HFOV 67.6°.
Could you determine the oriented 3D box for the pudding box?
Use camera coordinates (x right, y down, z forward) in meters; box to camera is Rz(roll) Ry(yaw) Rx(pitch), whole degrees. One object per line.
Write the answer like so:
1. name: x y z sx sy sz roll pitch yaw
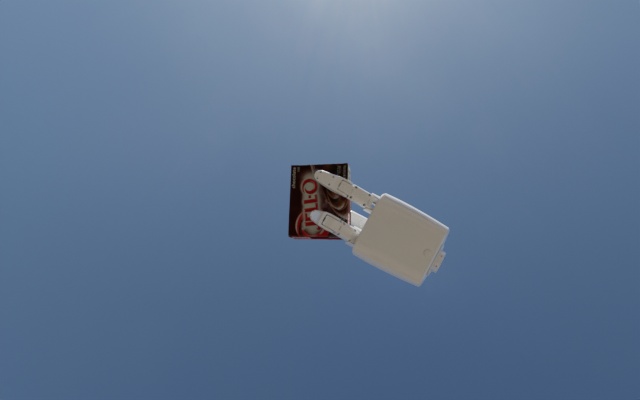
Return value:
1. pudding box: 0.000 0.002 0.721 0.090 0.113 0.039 -1 -13 13
